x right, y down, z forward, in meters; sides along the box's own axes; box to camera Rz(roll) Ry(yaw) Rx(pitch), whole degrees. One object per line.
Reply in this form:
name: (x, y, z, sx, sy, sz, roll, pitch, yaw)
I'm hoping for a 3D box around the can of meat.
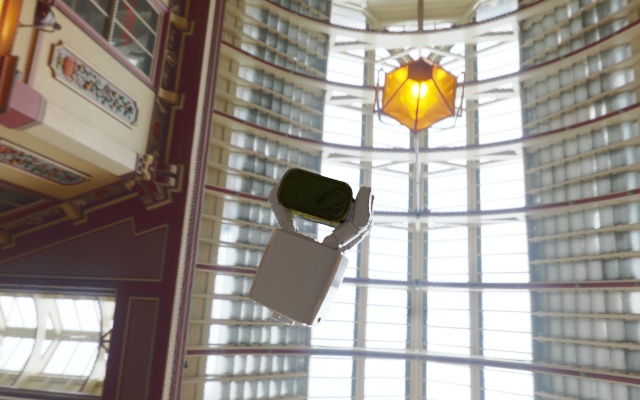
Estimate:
can of meat: (0.000, 0.002, 0.675, 0.102, 0.057, 0.084, 16, -11, 16)
